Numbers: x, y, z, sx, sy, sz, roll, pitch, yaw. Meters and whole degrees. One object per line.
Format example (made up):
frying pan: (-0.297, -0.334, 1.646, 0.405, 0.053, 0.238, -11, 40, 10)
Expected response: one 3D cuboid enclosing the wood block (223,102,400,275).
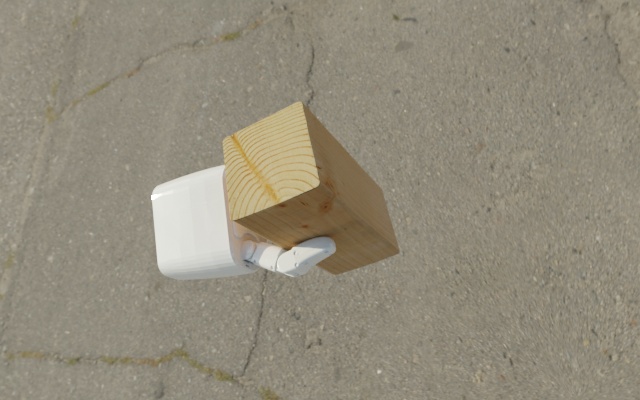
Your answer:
wood block: (0.000, 0.002, 0.497, 0.090, 0.090, 0.206, -22, -29, 19)
